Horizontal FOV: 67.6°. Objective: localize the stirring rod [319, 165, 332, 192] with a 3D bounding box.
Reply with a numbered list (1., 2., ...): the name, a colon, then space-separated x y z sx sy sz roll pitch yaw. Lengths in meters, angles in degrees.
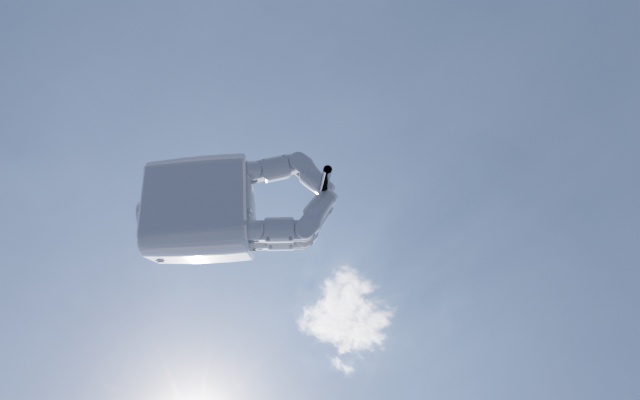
1. stirring rod: 0.000 0.002 0.542 0.011 0.011 0.239 0 -14 -3
